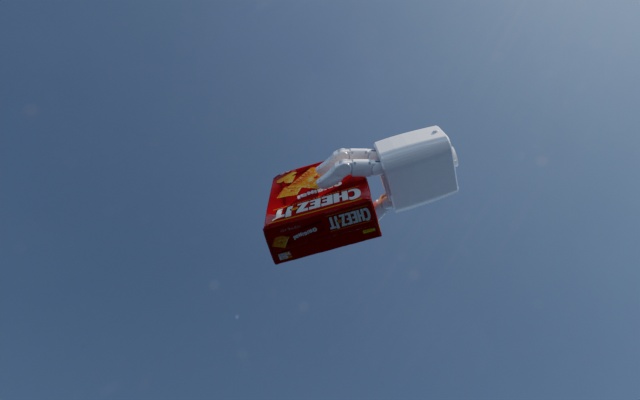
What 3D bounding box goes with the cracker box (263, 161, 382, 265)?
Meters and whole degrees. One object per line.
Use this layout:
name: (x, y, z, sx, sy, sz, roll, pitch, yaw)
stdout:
cracker box: (0.000, 0.003, 0.774, 0.164, 0.072, 0.213, -16, 22, 6)
